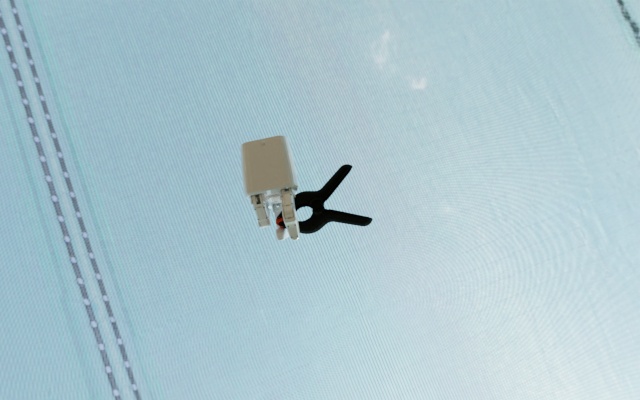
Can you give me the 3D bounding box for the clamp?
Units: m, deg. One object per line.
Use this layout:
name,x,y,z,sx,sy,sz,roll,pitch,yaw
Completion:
clamp,0.000,0.003,0.869,0.171,0.120,0.039,-11,-22,2
